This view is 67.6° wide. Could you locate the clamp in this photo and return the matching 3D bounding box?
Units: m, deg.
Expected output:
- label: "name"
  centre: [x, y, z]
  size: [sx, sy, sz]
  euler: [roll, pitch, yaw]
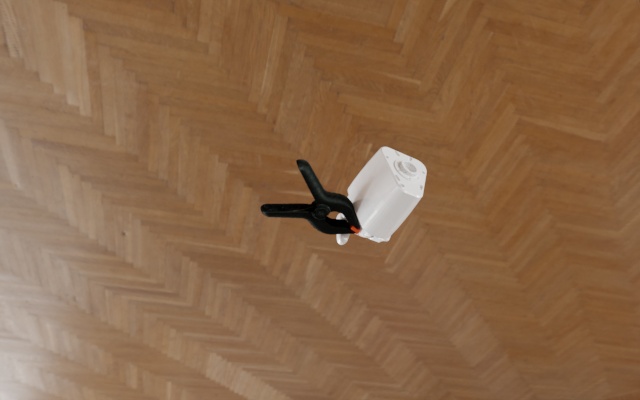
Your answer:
- label: "clamp"
  centre: [0.000, 0.003, 0.789]
  size: [0.171, 0.120, 0.039]
  euler: [19, 38, -21]
